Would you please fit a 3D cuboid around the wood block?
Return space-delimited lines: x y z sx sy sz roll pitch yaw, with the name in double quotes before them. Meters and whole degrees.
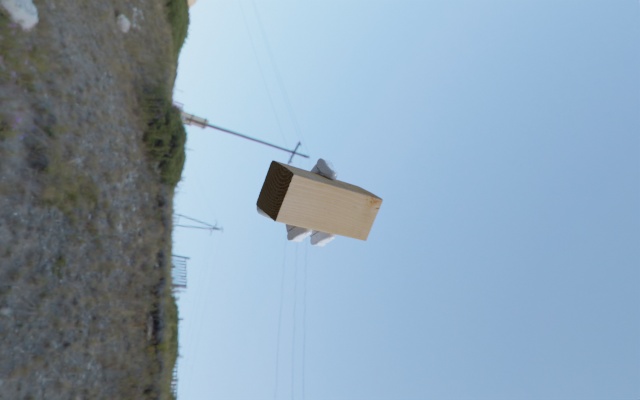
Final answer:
"wood block" 0.000 0.003 0.884 0.206 0.091 0.090 14 11 -35
